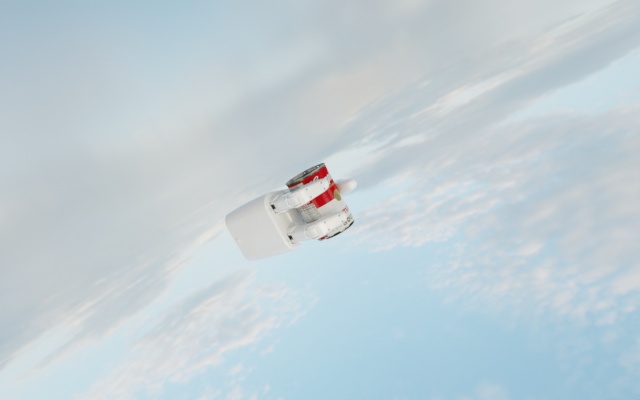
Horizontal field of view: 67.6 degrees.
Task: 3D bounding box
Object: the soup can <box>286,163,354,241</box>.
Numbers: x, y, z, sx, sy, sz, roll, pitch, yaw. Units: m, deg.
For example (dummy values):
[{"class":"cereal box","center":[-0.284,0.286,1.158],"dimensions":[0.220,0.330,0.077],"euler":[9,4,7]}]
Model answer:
[{"class":"soup can","center":[0.001,0.002,0.732],"dimensions":[0.068,0.102,0.068],"euler":[-28,10,5]}]
